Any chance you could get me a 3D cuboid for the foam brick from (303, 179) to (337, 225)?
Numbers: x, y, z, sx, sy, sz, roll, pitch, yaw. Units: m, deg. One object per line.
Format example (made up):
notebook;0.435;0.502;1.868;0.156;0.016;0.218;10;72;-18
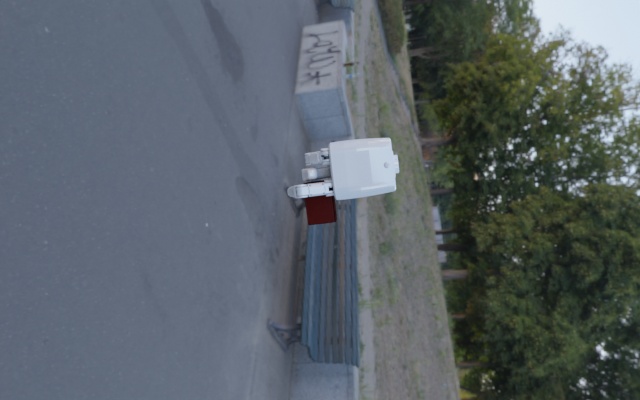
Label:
foam brick;0.000;0.003;0.860;0.051;0.078;0.053;-6;3;4
